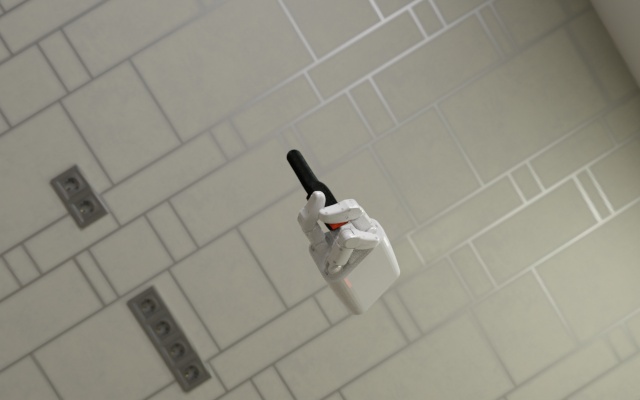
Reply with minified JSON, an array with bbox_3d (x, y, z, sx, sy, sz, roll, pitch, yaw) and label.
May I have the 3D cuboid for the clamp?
[{"bbox_3d":[0.001,0.002,0.745,0.039,0.120,0.171,-31,42,-2],"label":"clamp"}]
